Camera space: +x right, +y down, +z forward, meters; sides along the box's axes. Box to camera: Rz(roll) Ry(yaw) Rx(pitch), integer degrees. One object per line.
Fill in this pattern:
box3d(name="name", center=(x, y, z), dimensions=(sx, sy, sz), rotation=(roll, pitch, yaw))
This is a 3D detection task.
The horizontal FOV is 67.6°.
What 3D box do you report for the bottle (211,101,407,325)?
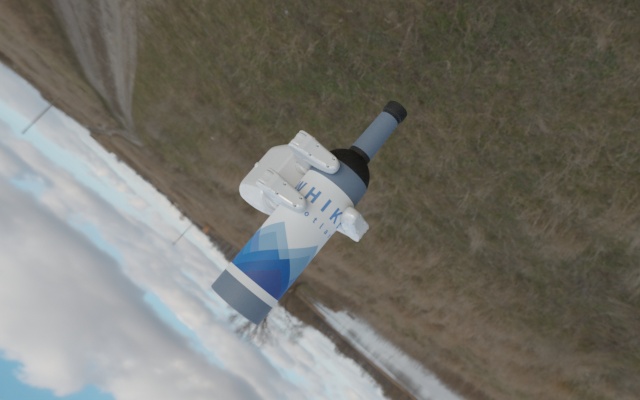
box3d(name="bottle", center=(0.000, 0.002, 0.539), dimensions=(0.069, 0.295, 0.069), rotation=(38, -11, 9))
